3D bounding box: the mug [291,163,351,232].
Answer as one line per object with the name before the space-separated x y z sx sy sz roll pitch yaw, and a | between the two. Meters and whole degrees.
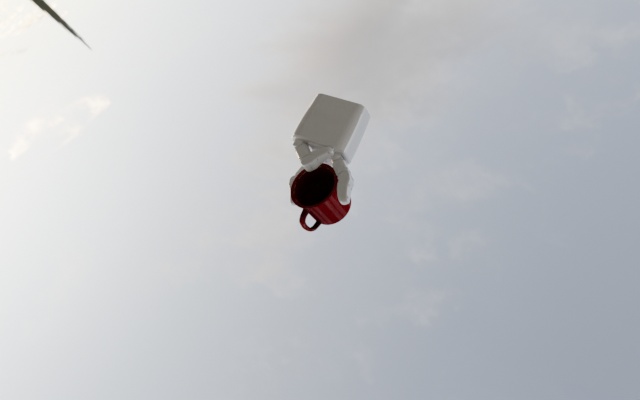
mug | 0.000 0.004 0.863 0.093 0.117 0.081 13 -22 35
